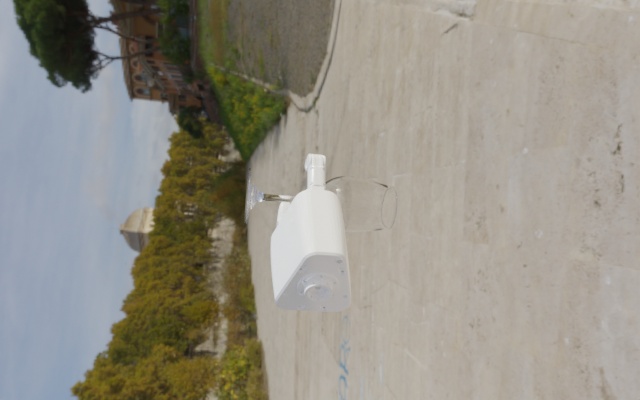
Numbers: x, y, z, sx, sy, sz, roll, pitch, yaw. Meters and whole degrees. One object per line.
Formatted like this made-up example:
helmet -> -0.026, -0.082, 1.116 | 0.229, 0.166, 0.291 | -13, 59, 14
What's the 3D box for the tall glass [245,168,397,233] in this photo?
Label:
tall glass -> -0.001, 0.002, 0.653 | 0.201, 0.079, 0.079 | 5, -1, -10
